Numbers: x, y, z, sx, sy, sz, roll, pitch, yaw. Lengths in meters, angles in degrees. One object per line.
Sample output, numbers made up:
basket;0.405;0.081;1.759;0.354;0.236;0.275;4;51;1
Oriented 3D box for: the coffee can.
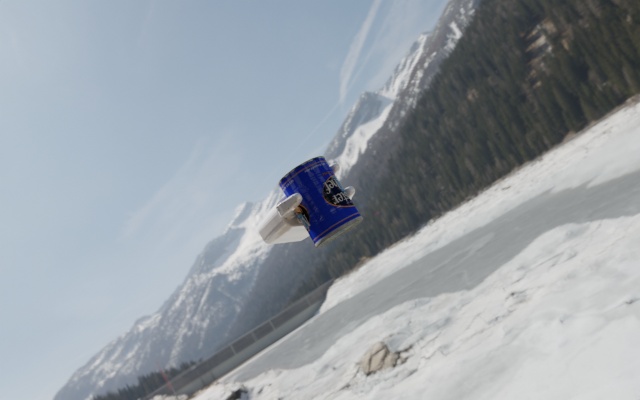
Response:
coffee can;0.000;0.003;0.894;0.103;0.140;0.103;-31;-9;-6
